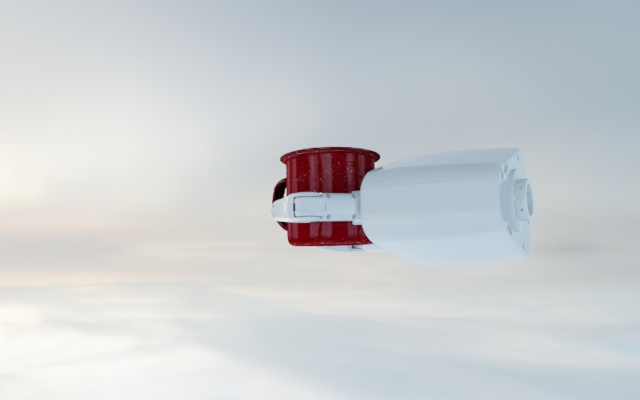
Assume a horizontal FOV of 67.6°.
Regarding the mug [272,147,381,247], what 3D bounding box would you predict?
[{"bbox_3d":[-0.001,0.002,0.445,0.117,0.081,0.093,-6,-8,35],"label":"mug"}]
